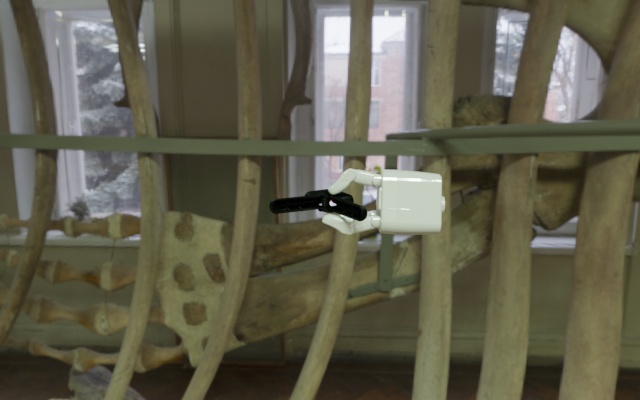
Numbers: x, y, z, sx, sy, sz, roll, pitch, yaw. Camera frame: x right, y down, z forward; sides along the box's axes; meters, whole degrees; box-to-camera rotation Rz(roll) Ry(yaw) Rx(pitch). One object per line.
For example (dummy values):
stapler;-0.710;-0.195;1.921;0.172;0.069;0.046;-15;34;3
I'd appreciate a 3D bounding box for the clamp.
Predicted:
clamp;0.000;0.002;0.877;0.164;0.036;0.210;5;9;3
